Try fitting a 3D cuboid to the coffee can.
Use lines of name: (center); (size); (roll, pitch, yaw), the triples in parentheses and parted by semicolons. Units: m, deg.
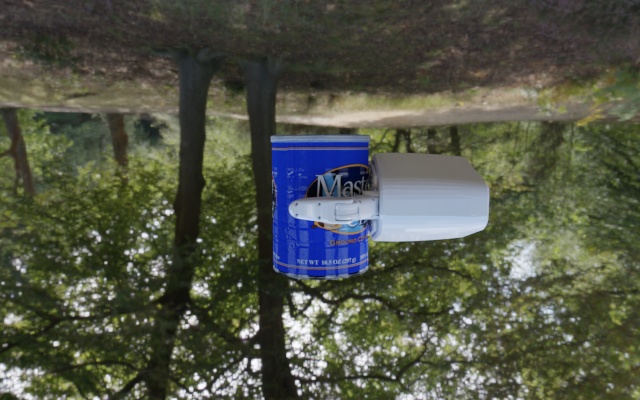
coffee can: (0.000, 0.001, 0.503); (0.103, 0.140, 0.103); (0, 7, 0)
